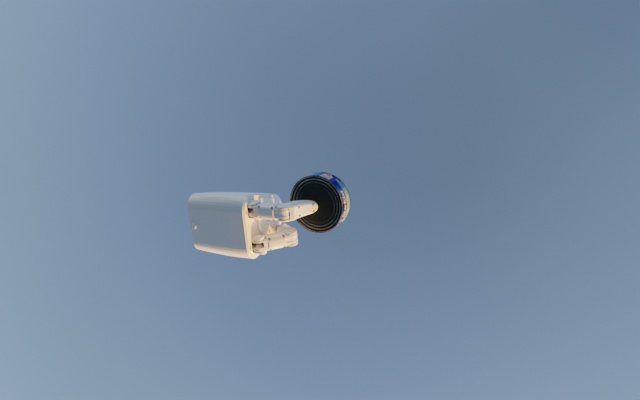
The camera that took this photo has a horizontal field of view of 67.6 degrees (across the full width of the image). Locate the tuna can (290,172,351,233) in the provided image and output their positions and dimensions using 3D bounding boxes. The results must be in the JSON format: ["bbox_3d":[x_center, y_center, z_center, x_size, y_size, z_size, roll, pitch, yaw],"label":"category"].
[{"bbox_3d":[0.000,0.002,0.701,0.086,0.086,0.033,0,14,28],"label":"tuna can"}]
